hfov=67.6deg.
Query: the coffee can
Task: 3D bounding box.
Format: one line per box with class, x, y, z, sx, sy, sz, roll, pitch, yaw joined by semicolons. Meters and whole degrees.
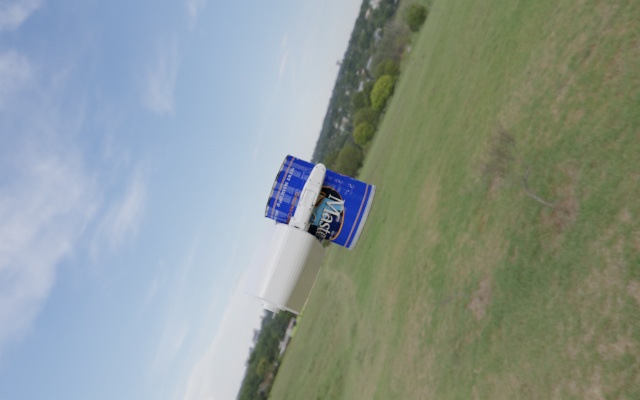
coffee can;0.000;0.002;0.715;0.140;0.103;0.103;21;0;1
